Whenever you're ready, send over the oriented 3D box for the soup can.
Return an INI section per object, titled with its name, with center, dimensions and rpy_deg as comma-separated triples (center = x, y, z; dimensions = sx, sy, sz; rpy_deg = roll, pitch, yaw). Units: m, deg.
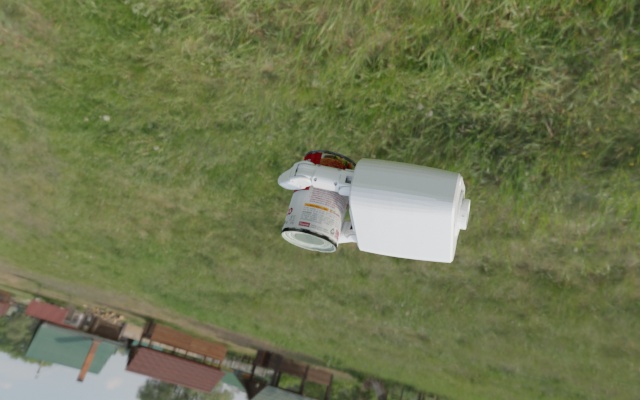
[soup can]
center = 0.000, 0.002, 0.557
dimensions = 0.068, 0.102, 0.068
rpy_deg = 14, -20, 5
